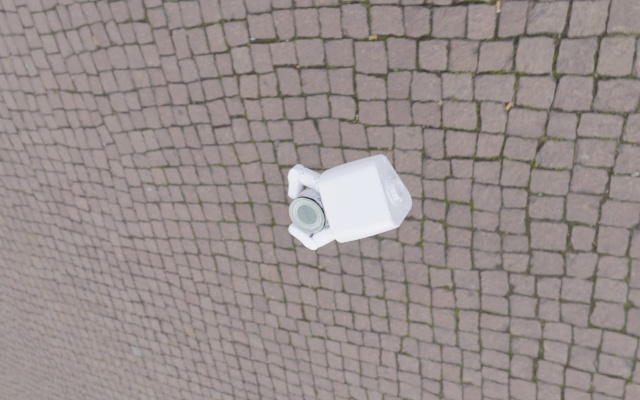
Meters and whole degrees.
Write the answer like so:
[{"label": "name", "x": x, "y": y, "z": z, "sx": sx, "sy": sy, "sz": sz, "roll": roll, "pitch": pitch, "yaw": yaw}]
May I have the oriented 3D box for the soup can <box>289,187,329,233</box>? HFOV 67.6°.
[{"label": "soup can", "x": 0.000, "y": 0.003, "z": 0.801, "sx": 0.068, "sy": 0.068, "sz": 0.102, "roll": 0, "pitch": 26, "yaw": 29}]
